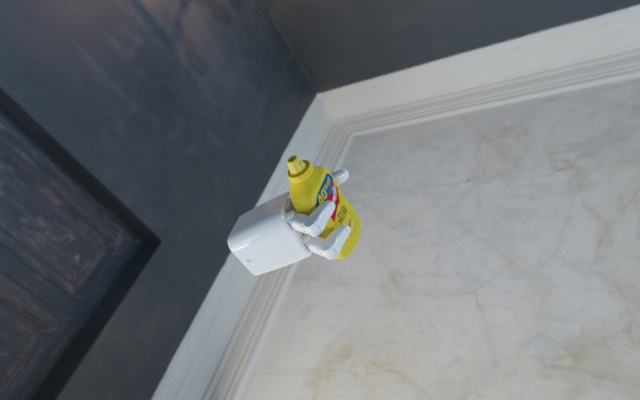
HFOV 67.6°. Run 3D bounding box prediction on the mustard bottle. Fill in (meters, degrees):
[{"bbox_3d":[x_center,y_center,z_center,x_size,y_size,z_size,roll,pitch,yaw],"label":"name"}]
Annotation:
[{"bbox_3d":[0.001,0.003,0.771,0.058,0.096,0.192,-6,-46,34],"label":"mustard bottle"}]
